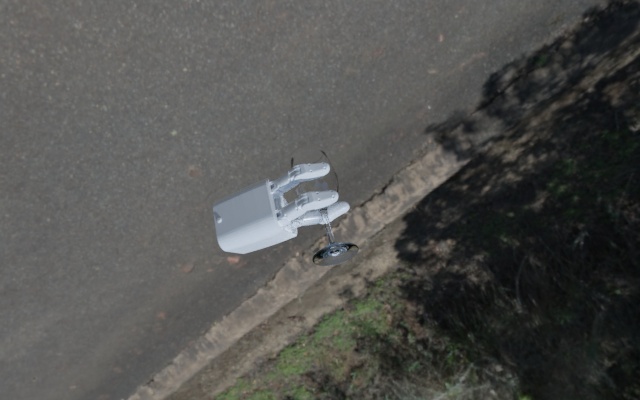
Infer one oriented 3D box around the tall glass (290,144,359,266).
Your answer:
[{"bbox_3d":[0.000,0.003,0.791,0.079,0.201,0.079,-11,-31,-7],"label":"tall glass"}]
